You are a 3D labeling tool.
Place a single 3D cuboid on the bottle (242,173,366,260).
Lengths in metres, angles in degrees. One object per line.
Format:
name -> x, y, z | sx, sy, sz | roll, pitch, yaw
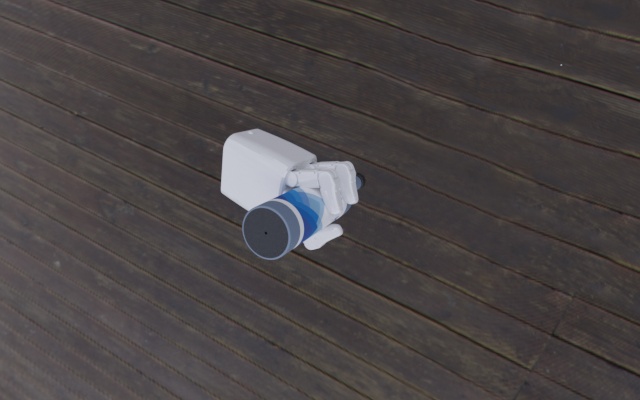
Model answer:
bottle -> 0.000, 0.002, 0.684 | 0.069, 0.069, 0.295 | 0, 14, 27
